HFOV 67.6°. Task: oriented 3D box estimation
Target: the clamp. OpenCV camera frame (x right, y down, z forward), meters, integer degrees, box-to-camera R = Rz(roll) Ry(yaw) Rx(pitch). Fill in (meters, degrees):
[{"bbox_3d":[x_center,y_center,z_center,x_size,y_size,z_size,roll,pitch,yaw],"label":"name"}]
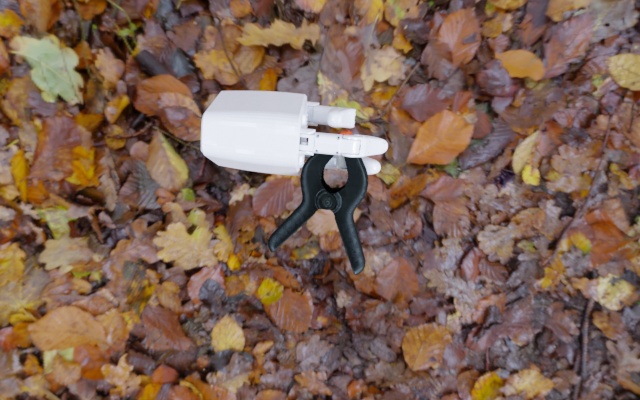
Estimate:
[{"bbox_3d":[0.000,0.002,0.563,0.120,0.171,0.039,5,13,0],"label":"clamp"}]
